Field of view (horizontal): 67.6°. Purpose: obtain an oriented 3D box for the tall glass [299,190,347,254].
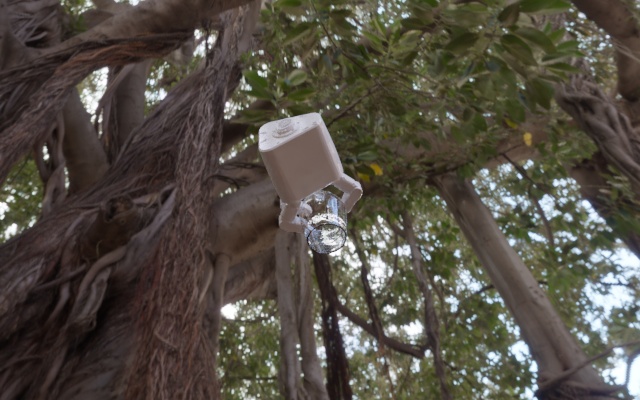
[{"bbox_3d":[0.000,0.002,0.815,0.079,0.079,0.201,0,36,-7],"label":"tall glass"}]
